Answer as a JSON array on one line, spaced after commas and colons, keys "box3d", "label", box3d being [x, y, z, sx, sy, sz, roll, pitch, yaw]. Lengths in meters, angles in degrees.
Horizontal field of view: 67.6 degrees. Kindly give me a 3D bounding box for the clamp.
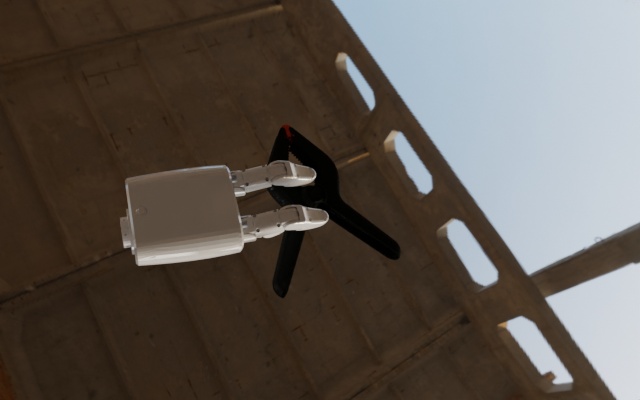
[{"box3d": [-0.001, 0.002, 0.577, 0.164, 0.210, 0.036, -7, -23, -24], "label": "clamp"}]
